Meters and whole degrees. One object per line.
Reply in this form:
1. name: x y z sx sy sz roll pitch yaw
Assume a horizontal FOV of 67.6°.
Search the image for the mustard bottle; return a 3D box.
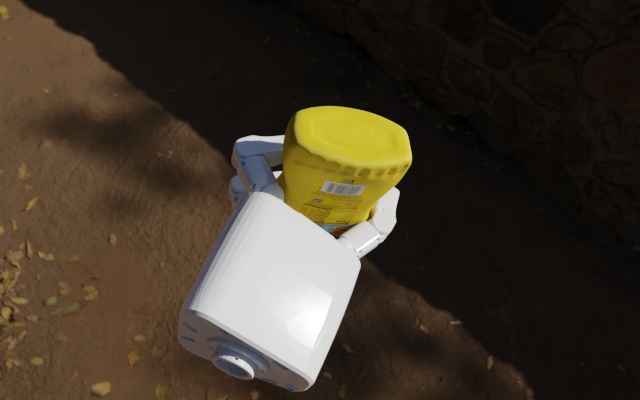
1. mustard bottle: 0.000 0.001 0.427 0.096 0.058 0.192 5 -33 -15
